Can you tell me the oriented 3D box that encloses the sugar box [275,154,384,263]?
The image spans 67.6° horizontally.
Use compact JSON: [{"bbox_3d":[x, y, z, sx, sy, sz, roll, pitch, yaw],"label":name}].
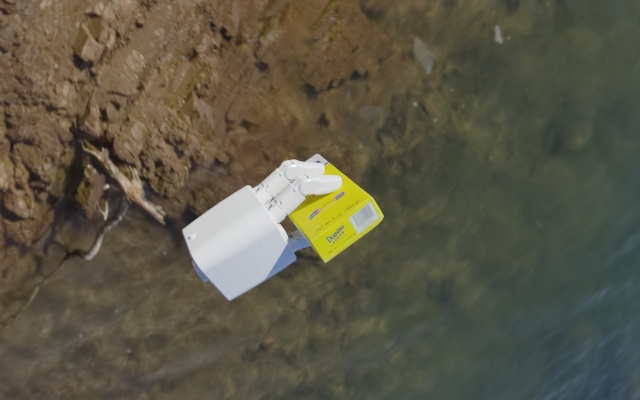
[{"bbox_3d":[0.000,0.002,0.637,0.093,0.048,0.176,-36,34,-7],"label":"sugar box"}]
